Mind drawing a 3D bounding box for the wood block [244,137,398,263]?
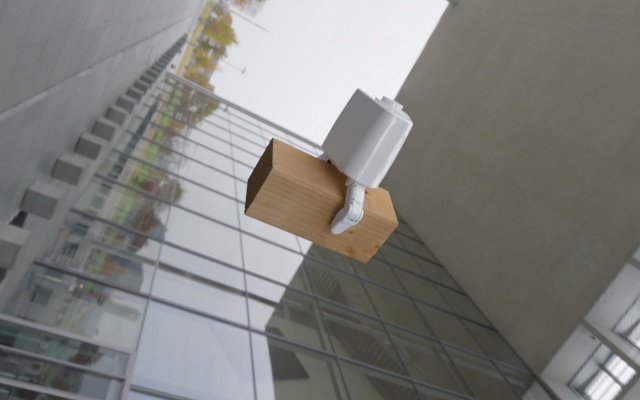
[{"bbox_3d":[0.000,0.002,0.711,0.206,0.090,0.090,24,31,-20],"label":"wood block"}]
